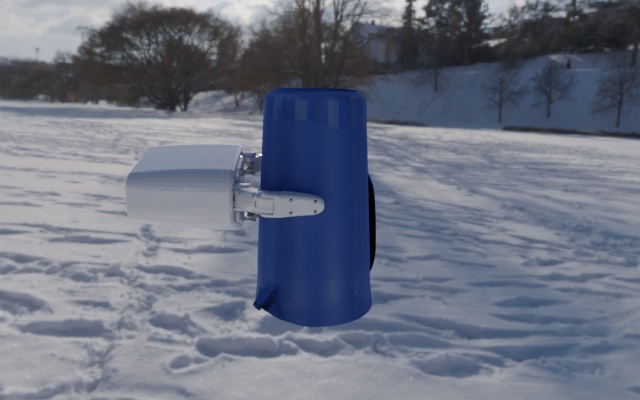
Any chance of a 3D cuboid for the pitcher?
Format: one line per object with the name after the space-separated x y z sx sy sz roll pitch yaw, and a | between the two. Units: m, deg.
0.000 0.002 0.532 0.145 0.243 0.149 1 11 -1 | pitcher
